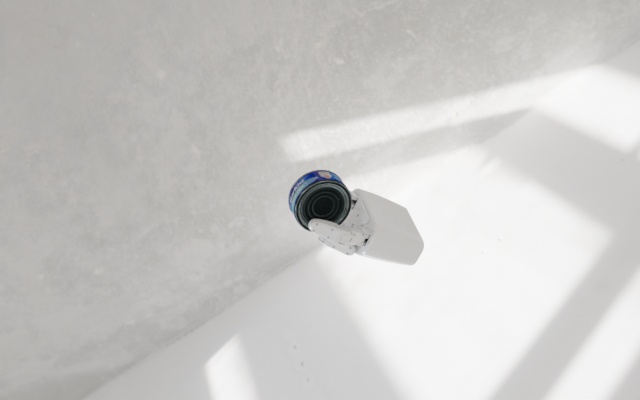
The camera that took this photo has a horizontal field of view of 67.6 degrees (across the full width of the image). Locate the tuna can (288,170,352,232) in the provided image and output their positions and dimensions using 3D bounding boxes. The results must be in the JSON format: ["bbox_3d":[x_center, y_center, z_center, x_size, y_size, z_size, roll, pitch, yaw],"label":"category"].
[{"bbox_3d":[0.000,0.002,0.670,0.086,0.086,0.033,0,28,-20],"label":"tuna can"}]
